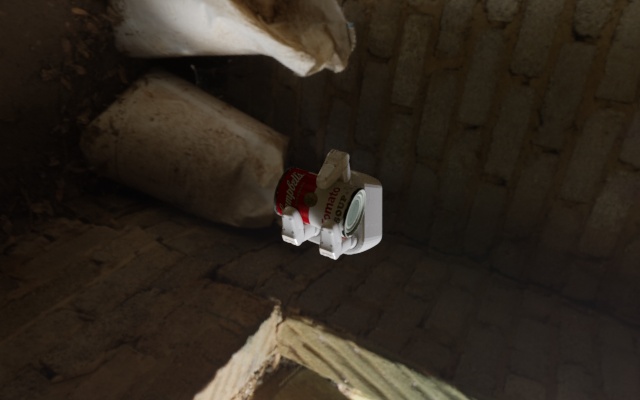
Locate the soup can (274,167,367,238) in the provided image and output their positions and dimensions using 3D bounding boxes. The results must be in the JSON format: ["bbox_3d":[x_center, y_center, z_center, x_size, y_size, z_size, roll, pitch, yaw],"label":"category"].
[{"bbox_3d":[0.000,0.002,0.618,0.102,0.068,0.068,18,7,22],"label":"soup can"}]
